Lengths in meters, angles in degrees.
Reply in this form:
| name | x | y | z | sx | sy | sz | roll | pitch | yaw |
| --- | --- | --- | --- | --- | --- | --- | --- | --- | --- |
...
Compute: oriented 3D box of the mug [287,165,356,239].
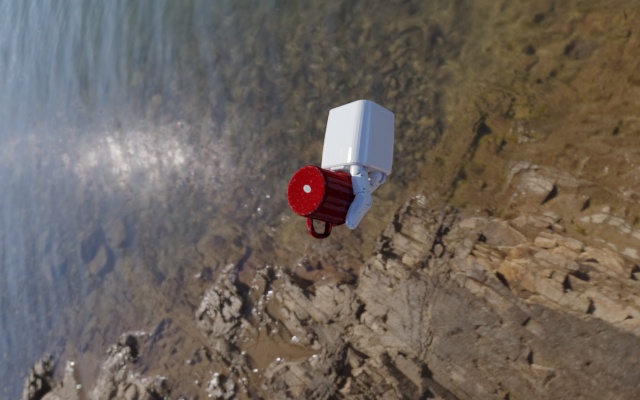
| name | x | y | z | sx | sy | sz | roll | pitch | yaw |
| --- | --- | --- | --- | --- | --- | --- | --- | --- | --- |
| mug | 0.000 | 0.004 | 0.761 | 0.093 | 0.117 | 0.081 | 1 | -9 | 39 |
